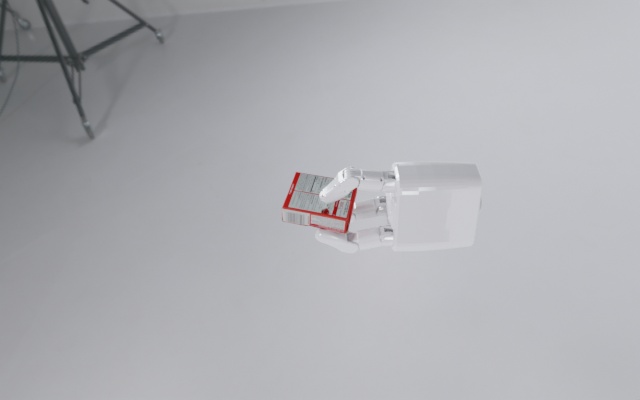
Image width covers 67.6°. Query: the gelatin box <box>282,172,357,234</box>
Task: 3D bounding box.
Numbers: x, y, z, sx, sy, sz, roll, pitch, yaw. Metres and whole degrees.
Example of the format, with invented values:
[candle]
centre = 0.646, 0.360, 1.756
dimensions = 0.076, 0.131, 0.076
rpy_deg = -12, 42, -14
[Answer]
[gelatin box]
centre = 0.000, 0.002, 0.635
dimensions = 0.089, 0.030, 0.073
rpy_deg = 10, 46, 6
